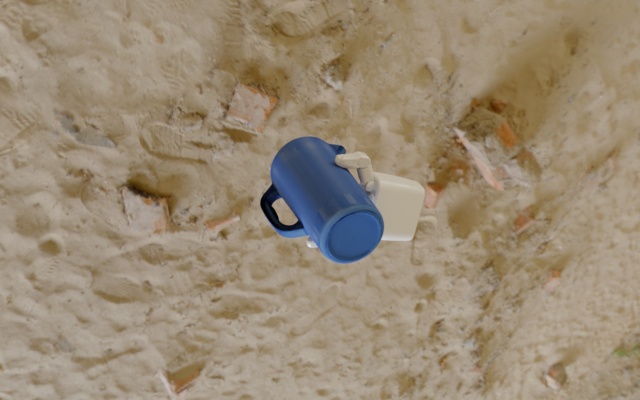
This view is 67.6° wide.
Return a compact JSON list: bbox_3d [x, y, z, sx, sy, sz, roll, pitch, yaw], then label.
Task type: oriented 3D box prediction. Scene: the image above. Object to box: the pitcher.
[{"bbox_3d":[0.000,0.003,0.809,0.145,0.149,0.242,7,26,-27],"label":"pitcher"}]
